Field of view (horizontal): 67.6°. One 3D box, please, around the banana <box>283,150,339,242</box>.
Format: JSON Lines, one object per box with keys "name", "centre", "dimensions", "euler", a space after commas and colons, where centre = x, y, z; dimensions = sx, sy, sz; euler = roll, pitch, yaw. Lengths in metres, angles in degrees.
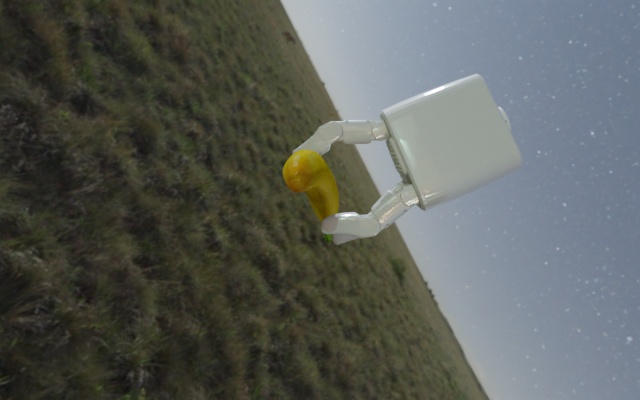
{"name": "banana", "centre": [-0.004, -0.014, 0.490], "dimensions": [0.037, 0.069, 0.198], "euler": [-19, -21, 6]}
